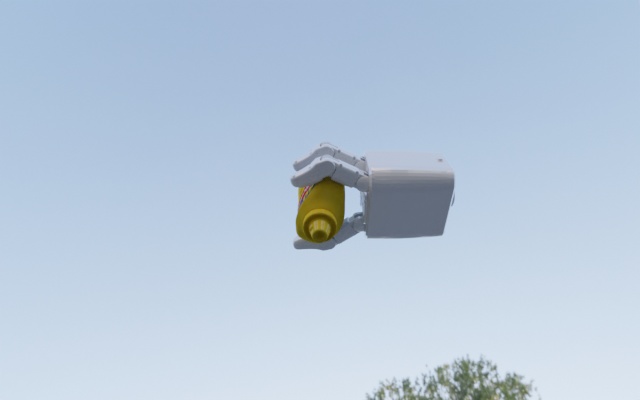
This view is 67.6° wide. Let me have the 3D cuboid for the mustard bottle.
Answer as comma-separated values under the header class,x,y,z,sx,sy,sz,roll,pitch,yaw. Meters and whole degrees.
class,x,y,z,sx,sy,sz,roll,pitch,yaw
mustard bottle,0.000,0.002,0.633,0.058,0.096,0.191,23,23,-10
